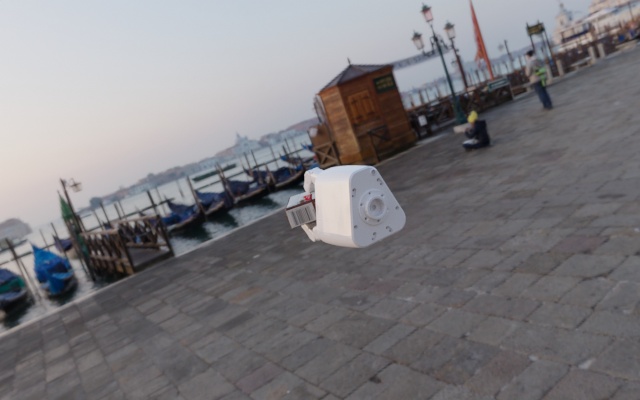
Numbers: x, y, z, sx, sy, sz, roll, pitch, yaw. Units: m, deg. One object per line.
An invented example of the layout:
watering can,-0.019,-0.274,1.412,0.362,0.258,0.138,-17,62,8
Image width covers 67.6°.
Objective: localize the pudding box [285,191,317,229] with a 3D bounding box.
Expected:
pudding box,0.000,0.002,0.805,0.113,0.039,0.090,-18,11,5
